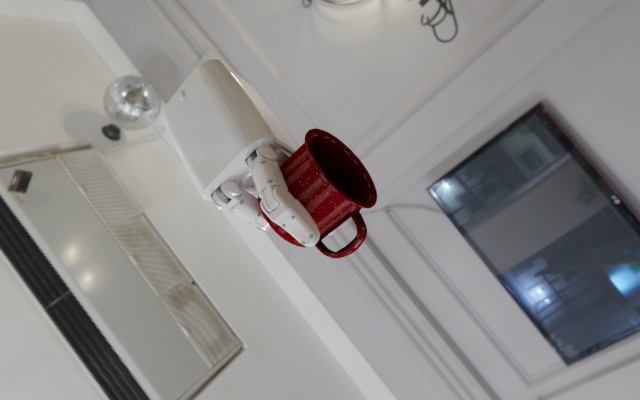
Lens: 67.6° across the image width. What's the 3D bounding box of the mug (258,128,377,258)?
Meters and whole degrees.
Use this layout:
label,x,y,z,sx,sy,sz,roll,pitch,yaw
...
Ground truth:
label,x,y,z,sx,sy,sz,roll,pitch,yaw
mug,0.001,0.003,0.459,0.081,0.117,0.093,-41,-19,27
